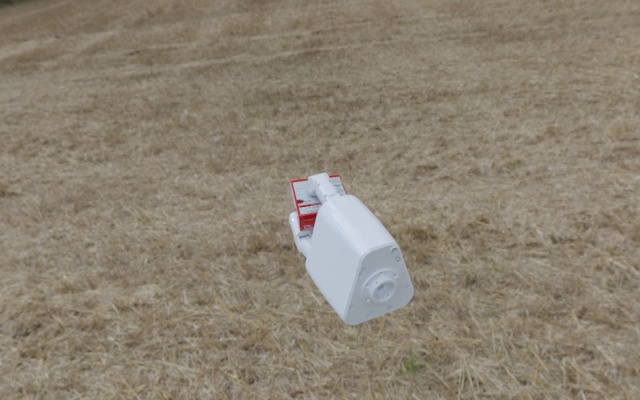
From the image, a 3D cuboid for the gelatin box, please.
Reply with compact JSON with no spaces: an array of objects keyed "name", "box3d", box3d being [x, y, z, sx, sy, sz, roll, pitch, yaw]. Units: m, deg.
[{"name":"gelatin box","box3d":[0.000,0.002,0.667,0.073,0.030,0.089,-8,37,-7]}]
